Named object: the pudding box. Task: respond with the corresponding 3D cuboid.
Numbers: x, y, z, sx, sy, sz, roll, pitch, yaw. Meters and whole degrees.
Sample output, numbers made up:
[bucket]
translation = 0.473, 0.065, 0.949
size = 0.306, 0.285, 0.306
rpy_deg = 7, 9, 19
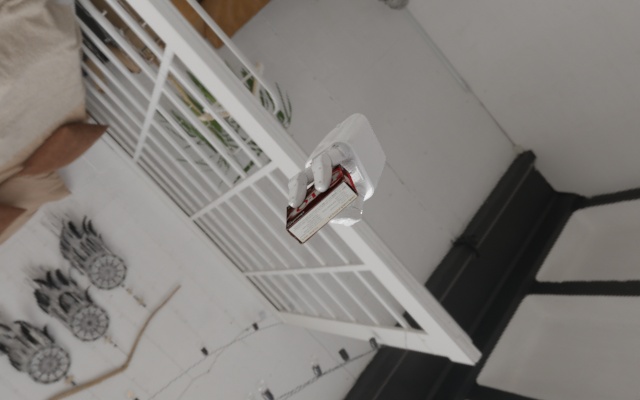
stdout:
[pudding box]
translation = 0.000, 0.002, 0.706
size = 0.039, 0.113, 0.090
rpy_deg = 44, 12, -16
